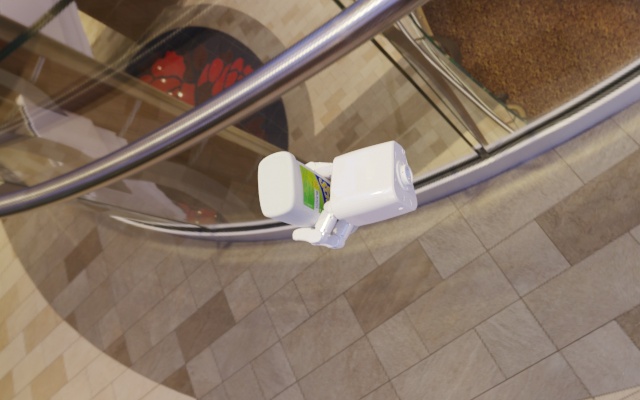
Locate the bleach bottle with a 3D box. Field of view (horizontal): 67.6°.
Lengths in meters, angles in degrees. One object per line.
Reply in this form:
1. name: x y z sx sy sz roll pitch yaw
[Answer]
1. bleach bottle: 0.000 0.003 0.806 0.068 0.102 0.251 -16 -20 30
